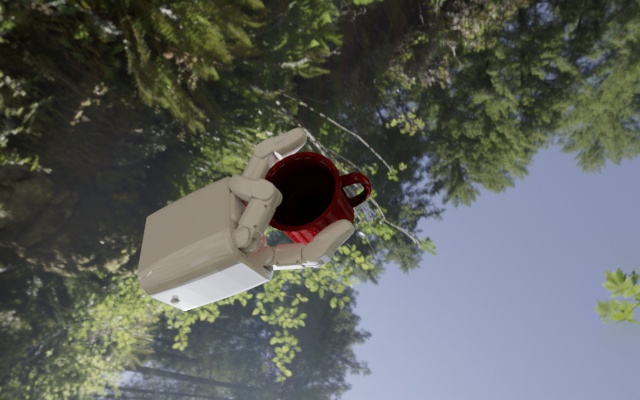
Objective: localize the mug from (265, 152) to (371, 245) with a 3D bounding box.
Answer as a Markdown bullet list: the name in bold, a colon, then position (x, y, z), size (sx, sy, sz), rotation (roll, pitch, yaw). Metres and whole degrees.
- **mug**: position (0.001, 0.001, 0.527), size (0.117, 0.093, 0.081), rotation (-23, -31, 9)
